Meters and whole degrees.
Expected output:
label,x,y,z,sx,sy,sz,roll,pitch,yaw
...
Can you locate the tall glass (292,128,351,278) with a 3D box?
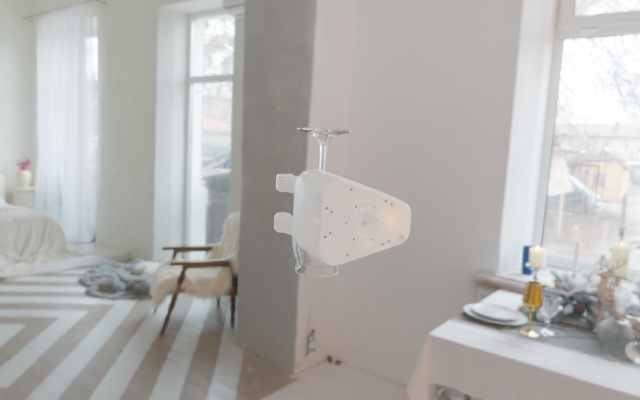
label,x,y,z,sx,sy,sz,roll,pitch,yaw
tall glass,0.000,0.001,0.664,0.079,0.201,0.079,3,7,0
